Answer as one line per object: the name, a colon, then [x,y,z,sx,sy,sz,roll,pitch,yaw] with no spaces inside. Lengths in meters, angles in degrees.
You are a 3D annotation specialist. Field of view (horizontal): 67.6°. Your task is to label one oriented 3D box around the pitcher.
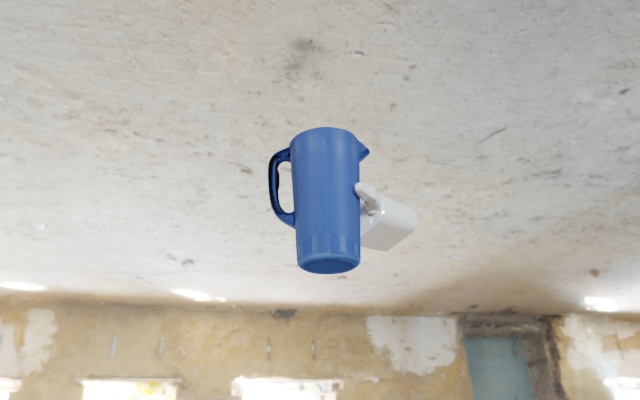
pitcher: [0.000,0.003,0.852,0.145,0.242,0.149,19,-32,-38]
